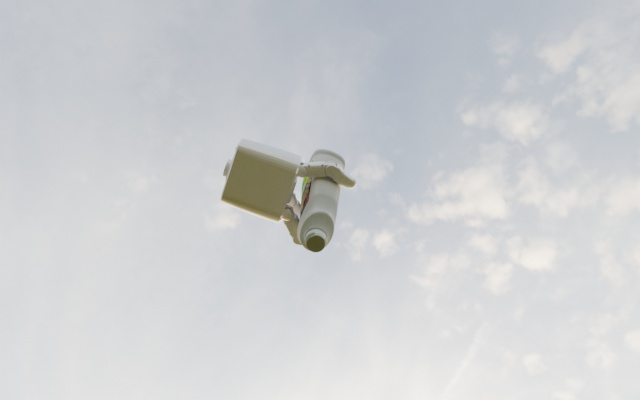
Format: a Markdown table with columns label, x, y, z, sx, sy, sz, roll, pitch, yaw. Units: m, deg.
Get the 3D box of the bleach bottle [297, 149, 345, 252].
| label | x | y | z | sx | sy | sz | roll | pitch | yaw |
| --- | --- | --- | --- | --- | --- | --- | --- | --- | --- |
| bleach bottle | 0.000 | 0.003 | 0.798 | 0.068 | 0.103 | 0.250 | 19 | 24 | -7 |
